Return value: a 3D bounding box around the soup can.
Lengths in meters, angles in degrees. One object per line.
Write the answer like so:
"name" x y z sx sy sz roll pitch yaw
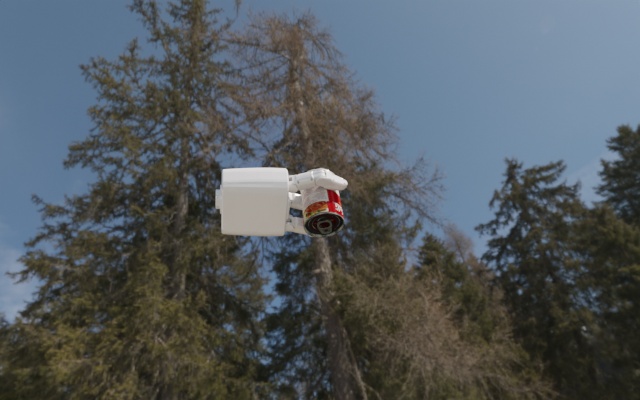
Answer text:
"soup can" 0.001 0.002 0.809 0.068 0.102 0.069 -6 -39 -4
